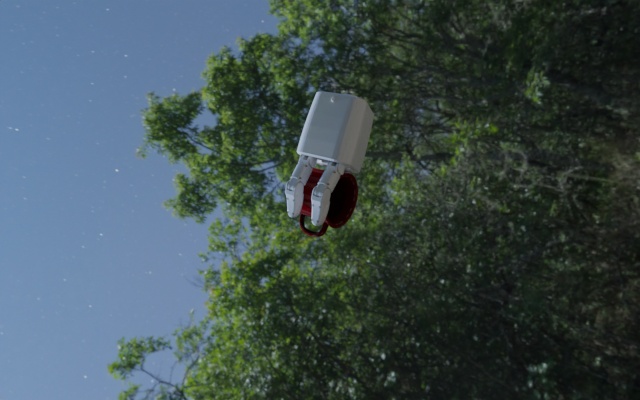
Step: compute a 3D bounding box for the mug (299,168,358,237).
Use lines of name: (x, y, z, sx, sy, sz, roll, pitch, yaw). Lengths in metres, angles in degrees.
mug: (0.000, 0.004, 0.794, 0.081, 0.117, 0.093, 17, -1, 34)
